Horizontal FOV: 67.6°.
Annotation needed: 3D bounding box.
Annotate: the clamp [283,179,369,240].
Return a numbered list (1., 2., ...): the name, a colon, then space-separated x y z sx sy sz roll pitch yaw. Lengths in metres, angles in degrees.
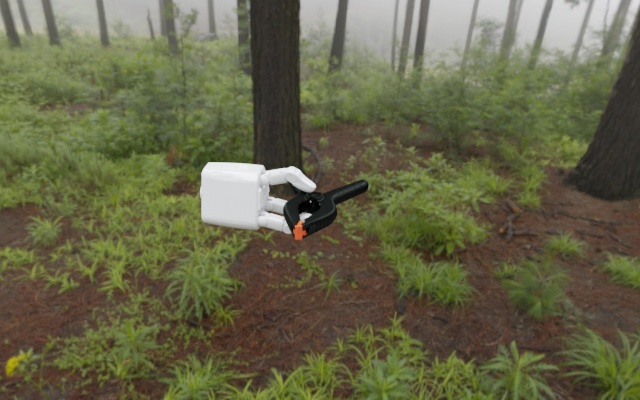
1. clamp: 0.000 0.002 0.856 0.164 0.036 0.210 4 30 7
